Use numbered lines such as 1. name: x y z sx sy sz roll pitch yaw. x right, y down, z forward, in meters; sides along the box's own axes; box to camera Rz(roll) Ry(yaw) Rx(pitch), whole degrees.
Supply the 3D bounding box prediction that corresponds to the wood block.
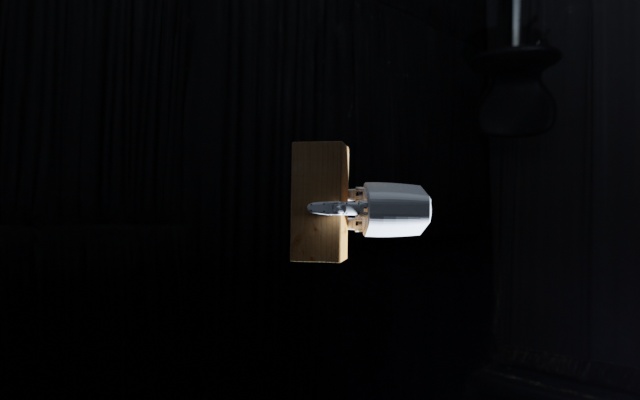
1. wood block: 0.000 0.003 0.853 0.090 0.206 0.091 1 -2 11
